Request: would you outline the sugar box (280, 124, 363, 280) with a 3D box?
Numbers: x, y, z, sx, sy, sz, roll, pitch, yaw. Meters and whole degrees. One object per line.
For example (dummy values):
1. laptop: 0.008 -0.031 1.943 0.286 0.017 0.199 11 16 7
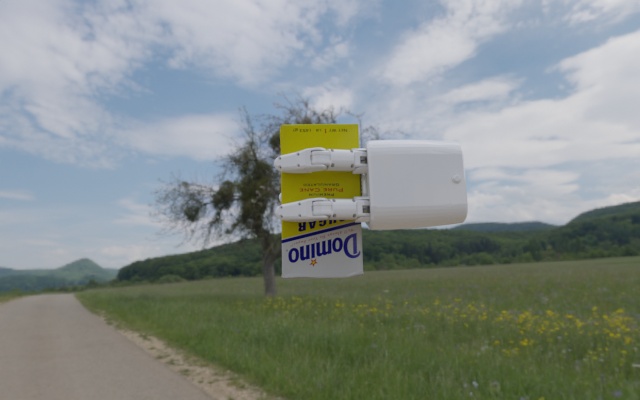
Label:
1. sugar box: 0.000 0.002 0.553 0.093 0.176 0.048 -2 -9 -2
